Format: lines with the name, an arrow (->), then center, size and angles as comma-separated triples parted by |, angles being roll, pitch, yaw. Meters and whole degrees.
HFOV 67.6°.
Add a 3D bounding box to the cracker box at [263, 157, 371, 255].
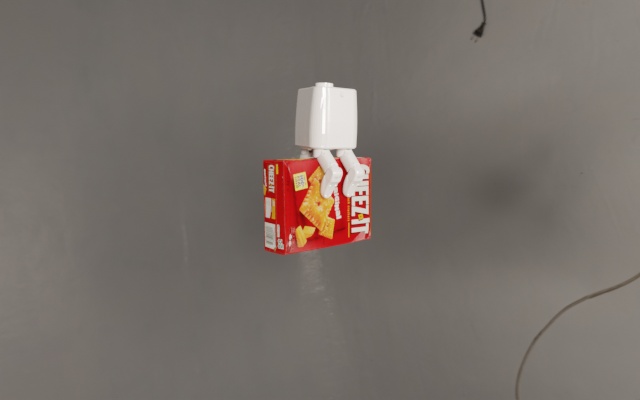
cracker box -> 0.000, 0.003, 0.882 | 0.213, 0.164, 0.072 | -6, 9, -40
